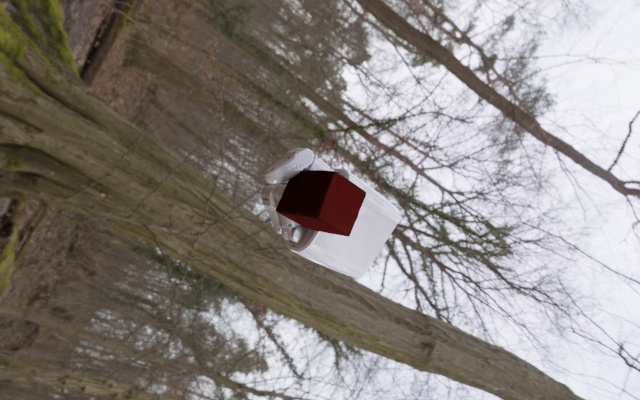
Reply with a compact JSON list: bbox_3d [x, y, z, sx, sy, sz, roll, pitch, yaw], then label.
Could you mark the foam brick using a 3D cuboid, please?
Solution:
[{"bbox_3d":[0.000,0.002,0.511,0.051,0.053,0.078,32,-14,-34],"label":"foam brick"}]
